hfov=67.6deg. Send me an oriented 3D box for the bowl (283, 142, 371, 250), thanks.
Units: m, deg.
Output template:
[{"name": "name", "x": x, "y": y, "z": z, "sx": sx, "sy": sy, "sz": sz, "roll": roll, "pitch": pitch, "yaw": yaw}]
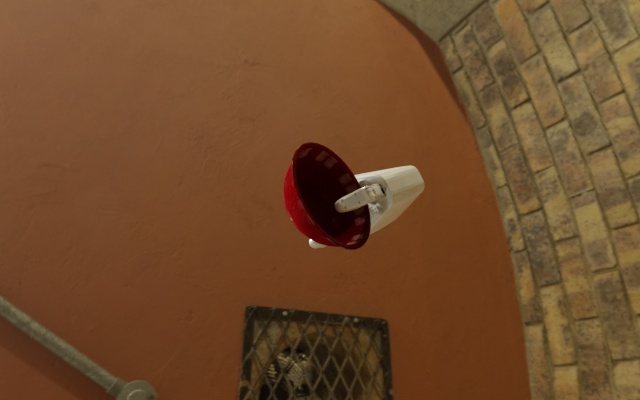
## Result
[{"name": "bowl", "x": -0.001, "y": 0.002, "z": 0.665, "sx": 0.055, "sy": 0.162, "sz": 0.162, "roll": -29, "pitch": -16, "yaw": 32}]
